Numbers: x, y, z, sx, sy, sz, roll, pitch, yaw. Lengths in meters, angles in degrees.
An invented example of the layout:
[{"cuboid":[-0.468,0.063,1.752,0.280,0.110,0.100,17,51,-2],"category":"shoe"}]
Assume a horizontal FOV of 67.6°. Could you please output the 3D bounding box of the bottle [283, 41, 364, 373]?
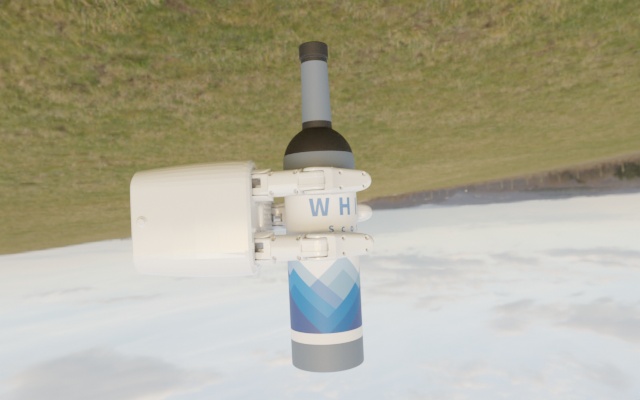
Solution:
[{"cuboid":[0.000,0.002,0.445,0.069,0.295,0.069,-3,-2,0],"category":"bottle"}]
